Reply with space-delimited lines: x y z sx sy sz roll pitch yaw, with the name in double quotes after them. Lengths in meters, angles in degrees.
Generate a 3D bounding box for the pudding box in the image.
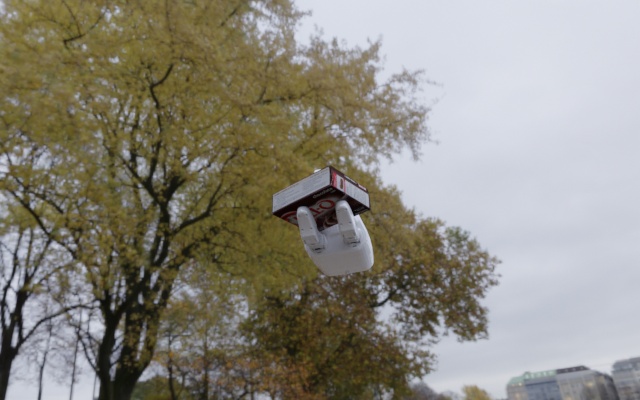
0.000 0.002 0.679 0.113 0.039 0.090 -28 -38 32 "pudding box"
